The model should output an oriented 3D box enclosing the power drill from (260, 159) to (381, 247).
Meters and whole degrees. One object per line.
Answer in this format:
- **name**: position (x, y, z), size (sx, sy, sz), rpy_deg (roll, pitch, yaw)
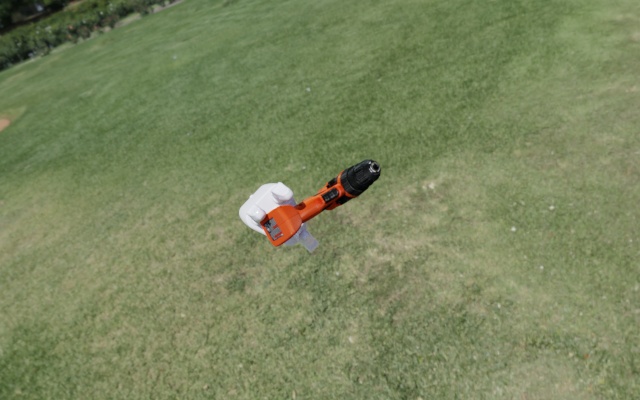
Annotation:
- **power drill**: position (0.000, 0.003, 0.815), size (0.187, 0.057, 0.184), rpy_deg (-29, -5, -32)
